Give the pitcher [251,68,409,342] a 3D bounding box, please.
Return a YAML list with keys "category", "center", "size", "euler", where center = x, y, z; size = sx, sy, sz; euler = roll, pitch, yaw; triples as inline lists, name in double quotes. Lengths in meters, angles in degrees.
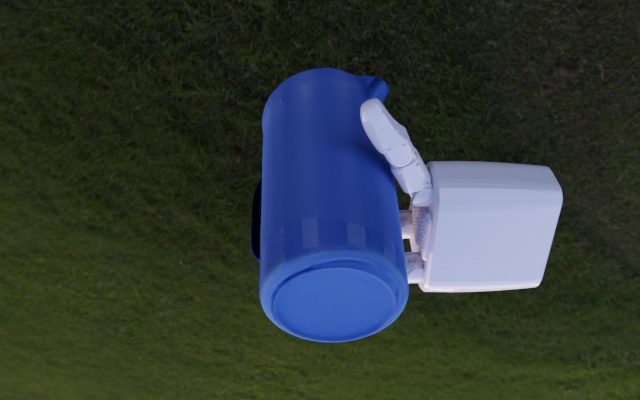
- category: "pitcher"
  center: [0.000, 0.001, 0.431]
  size: [0.145, 0.149, 0.242]
  euler: [0, 42, -1]
